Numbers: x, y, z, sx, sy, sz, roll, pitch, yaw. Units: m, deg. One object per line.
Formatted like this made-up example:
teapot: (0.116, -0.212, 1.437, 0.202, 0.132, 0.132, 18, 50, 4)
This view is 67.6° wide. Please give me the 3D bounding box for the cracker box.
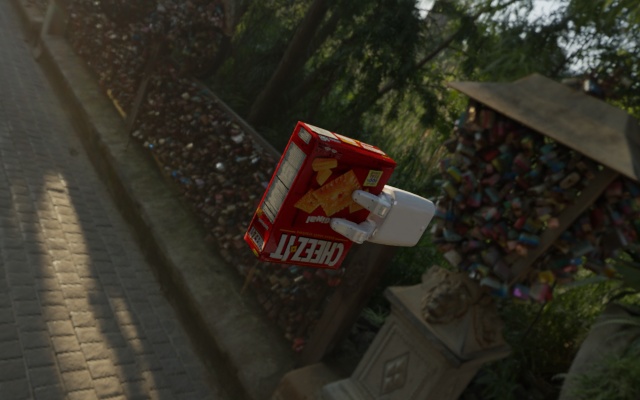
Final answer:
cracker box: (0.000, 0.002, 0.755, 0.164, 0.214, 0.072, 13, 23, -37)
